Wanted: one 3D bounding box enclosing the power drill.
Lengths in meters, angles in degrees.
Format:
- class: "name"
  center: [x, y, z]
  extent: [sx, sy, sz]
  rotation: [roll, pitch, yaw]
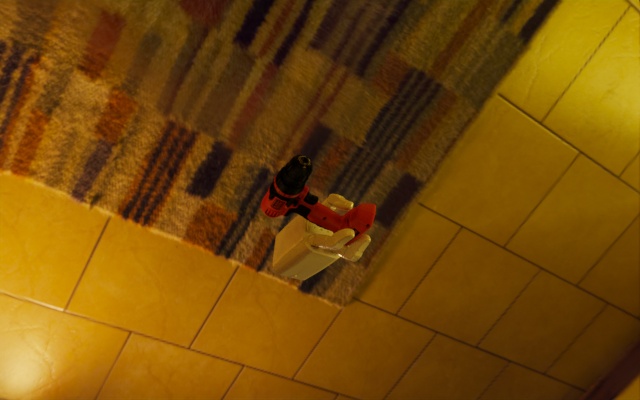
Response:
- class: "power drill"
  center: [0.000, 0.003, 0.850]
  extent: [0.188, 0.057, 0.184]
  rotation: [26, -32, -12]
